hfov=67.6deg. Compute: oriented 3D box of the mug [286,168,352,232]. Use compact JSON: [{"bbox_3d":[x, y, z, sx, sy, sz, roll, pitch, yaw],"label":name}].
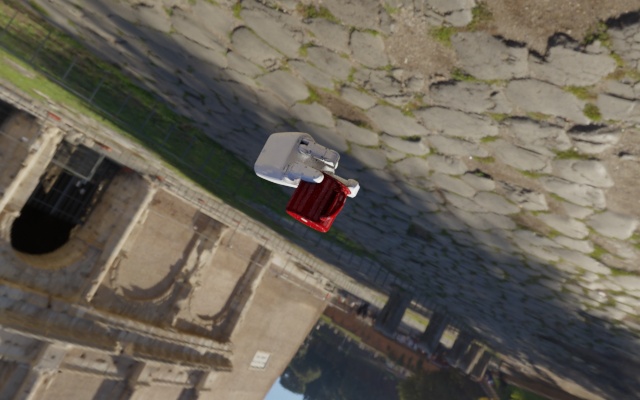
[{"bbox_3d":[0.001,0.003,0.800,0.093,0.081,0.117,34,-11,-34],"label":"mug"}]
